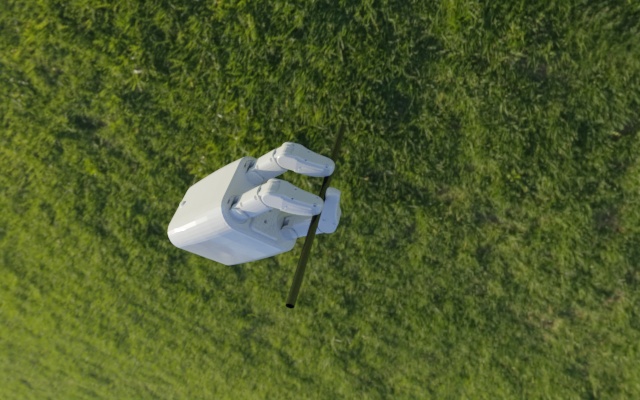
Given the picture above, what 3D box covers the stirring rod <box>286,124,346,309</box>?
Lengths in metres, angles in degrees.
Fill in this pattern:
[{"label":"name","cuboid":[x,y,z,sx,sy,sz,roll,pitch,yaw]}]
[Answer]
[{"label":"stirring rod","cuboid":[0.000,0.002,0.485,0.011,0.239,0.011,10,-40,8]}]
